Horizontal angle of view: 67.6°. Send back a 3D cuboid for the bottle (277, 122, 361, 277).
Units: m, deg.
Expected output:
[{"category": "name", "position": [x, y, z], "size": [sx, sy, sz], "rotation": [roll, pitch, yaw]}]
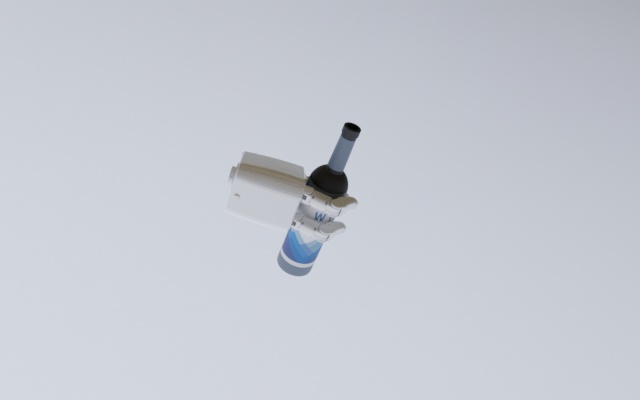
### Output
[{"category": "bottle", "position": [0.000, 0.003, 0.791], "size": [0.069, 0.296, 0.069], "rotation": [16, 35, -11]}]
